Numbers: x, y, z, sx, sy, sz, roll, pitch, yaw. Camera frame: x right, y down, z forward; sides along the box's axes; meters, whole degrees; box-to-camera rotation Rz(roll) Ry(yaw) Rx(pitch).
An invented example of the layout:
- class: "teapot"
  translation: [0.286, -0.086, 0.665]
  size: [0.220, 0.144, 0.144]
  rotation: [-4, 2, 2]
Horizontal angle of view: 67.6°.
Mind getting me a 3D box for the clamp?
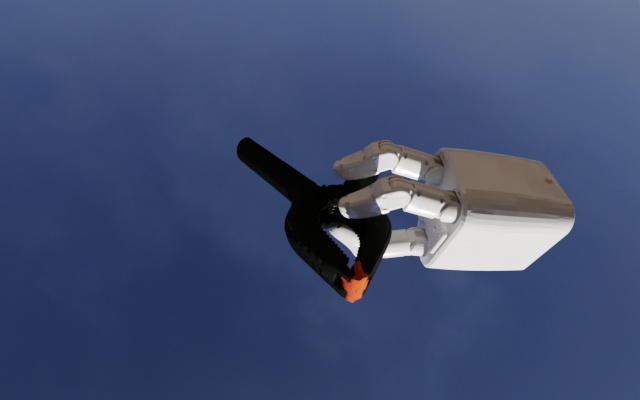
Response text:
- class: "clamp"
  translation: [0.000, 0.002, 0.444]
  size: [0.164, 0.036, 0.209]
  rotation: [3, 40, -7]
